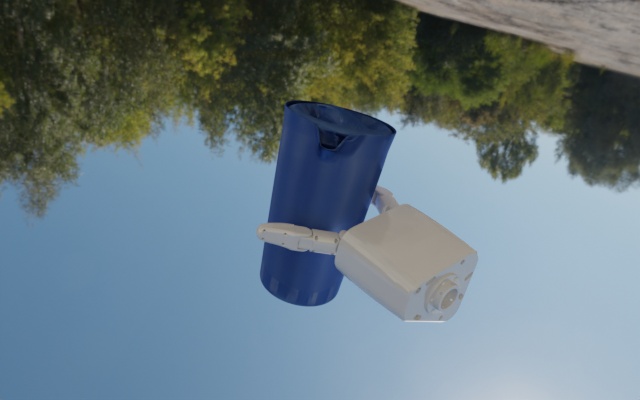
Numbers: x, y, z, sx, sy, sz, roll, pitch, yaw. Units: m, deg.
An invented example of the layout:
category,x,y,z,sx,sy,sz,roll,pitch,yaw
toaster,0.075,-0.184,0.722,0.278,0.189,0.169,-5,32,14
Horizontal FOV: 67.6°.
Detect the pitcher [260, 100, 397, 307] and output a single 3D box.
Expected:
category,x,y,z,sx,sy,sz,roll,pitch,yaw
pitcher,0.000,0.002,0.606,0.149,0.243,0.145,-4,28,-39
